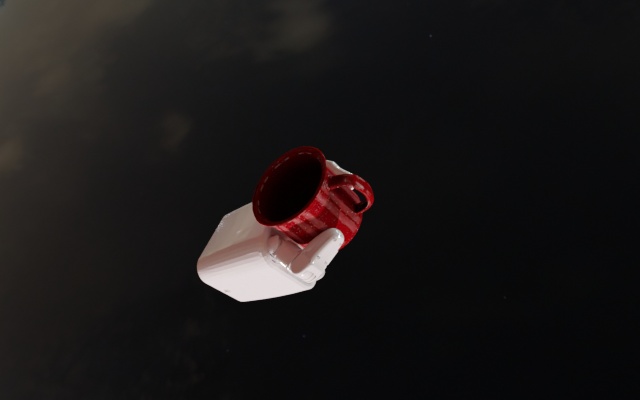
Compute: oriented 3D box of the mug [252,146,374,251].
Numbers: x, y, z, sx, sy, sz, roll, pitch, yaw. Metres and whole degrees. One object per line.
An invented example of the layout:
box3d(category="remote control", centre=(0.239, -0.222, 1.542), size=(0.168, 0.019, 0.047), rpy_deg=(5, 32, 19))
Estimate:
box3d(category="mug", centre=(0.001, 0.001, 0.490), size=(0.117, 0.093, 0.081), rpy_deg=(-18, -41, 32))
